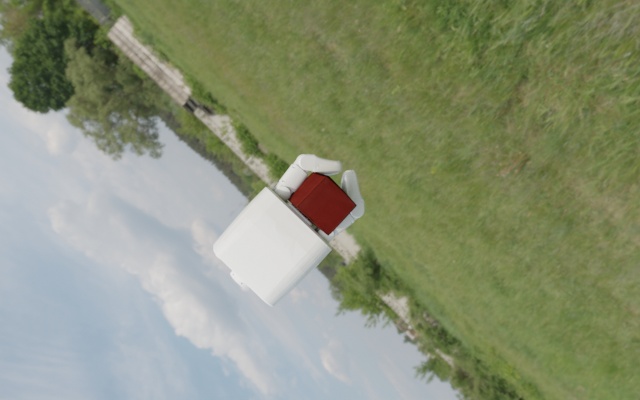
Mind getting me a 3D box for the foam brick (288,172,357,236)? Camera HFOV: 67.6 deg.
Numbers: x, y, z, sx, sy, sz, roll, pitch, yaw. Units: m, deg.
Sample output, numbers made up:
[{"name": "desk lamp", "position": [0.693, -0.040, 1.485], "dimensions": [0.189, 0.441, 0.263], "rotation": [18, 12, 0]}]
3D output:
[{"name": "foam brick", "position": [0.000, 0.002, 0.583], "dimensions": [0.053, 0.051, 0.078], "rotation": [45, -4, -14]}]
